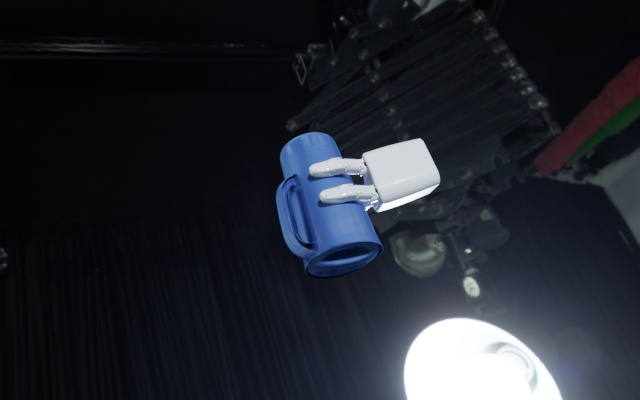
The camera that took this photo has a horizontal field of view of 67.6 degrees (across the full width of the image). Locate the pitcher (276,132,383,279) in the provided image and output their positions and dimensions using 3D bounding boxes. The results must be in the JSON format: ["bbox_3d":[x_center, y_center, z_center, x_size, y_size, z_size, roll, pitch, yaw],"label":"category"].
[{"bbox_3d":[0.000,0.003,0.825,0.145,0.242,0.149,-18,-28,-1],"label":"pitcher"}]
